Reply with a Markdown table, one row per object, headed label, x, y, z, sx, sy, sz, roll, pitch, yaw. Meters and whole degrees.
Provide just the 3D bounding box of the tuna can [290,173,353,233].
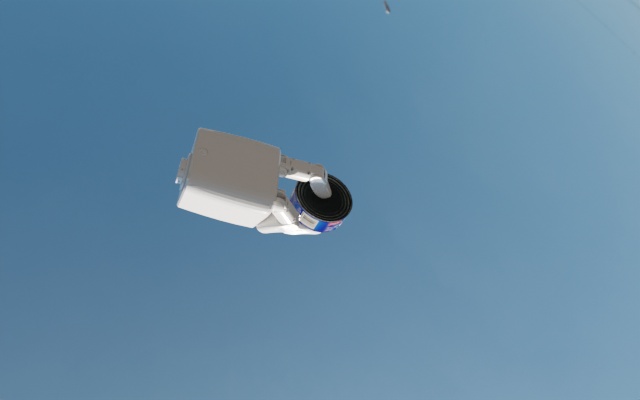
| label | x | y | z | sx | sy | sz | roll | pitch | yaw |
| --- | --- | --- | --- | --- | --- | --- | --- | --- | --- |
| tuna can | 0.000 | 0.003 | 0.680 | 0.086 | 0.086 | 0.034 | 0 | -34 | -25 |
